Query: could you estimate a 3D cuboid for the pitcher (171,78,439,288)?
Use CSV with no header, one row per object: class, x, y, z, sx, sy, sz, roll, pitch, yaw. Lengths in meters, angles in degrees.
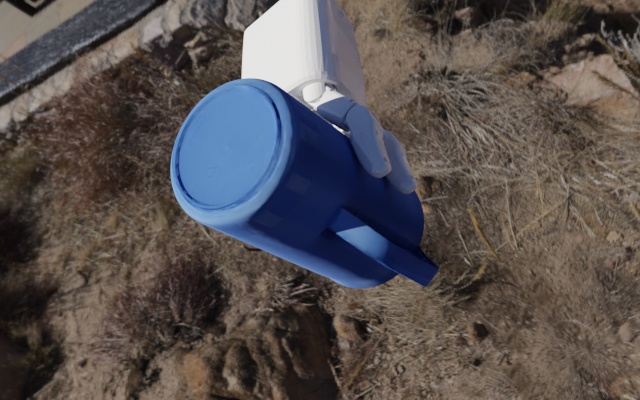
pitcher,0.000,0.001,0.413,0.149,0.145,0.243,-13,-22,25
